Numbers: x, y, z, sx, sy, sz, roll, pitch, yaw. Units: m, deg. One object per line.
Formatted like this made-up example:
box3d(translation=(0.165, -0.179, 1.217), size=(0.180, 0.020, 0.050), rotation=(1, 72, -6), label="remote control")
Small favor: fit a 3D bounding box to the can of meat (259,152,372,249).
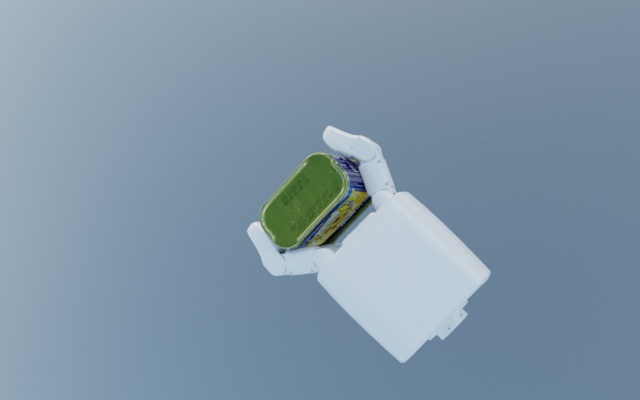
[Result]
box3d(translation=(0.000, 0.001, 0.468), size=(0.102, 0.057, 0.084), rotation=(-47, -18, 17), label="can of meat")
